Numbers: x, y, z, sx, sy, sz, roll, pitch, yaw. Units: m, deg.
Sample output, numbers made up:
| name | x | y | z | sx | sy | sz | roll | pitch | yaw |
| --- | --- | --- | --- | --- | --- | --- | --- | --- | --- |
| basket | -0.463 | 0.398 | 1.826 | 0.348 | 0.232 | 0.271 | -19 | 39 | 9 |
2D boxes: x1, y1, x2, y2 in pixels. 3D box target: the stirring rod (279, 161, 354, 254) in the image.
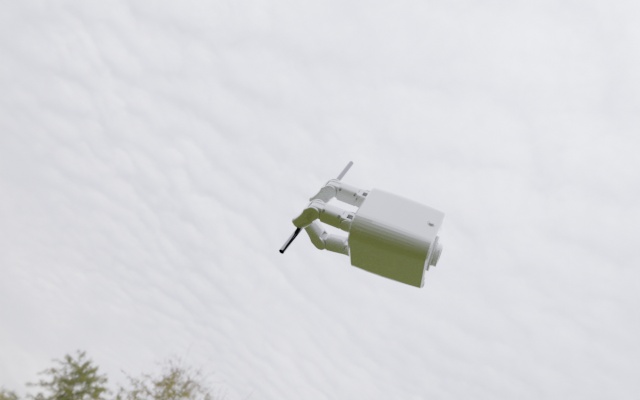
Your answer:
| name | x | y | z | sx | sy | sz | roll | pitch | yaw |
| --- | --- | --- | --- | --- | --- | --- | --- | --- | --- |
| stirring rod | 0.000 | 0.002 | 0.720 | 0.011 | 0.011 | 0.239 | 0 | 33 | 31 |
